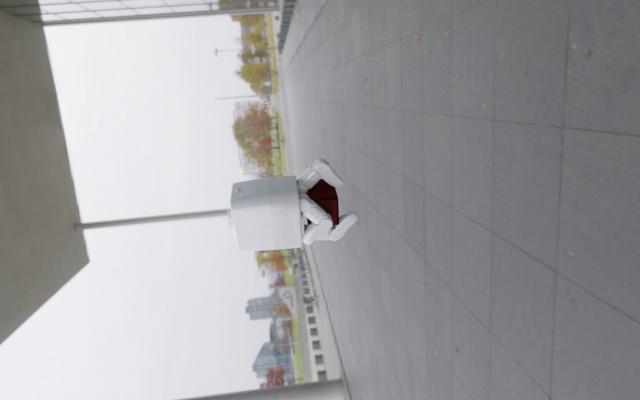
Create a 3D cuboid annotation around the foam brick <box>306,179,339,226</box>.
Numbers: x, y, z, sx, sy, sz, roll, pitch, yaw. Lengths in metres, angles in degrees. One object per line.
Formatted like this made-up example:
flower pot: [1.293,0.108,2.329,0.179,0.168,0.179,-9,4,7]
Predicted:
foam brick: [0.000,0.003,0.800,0.051,0.053,0.078,-5,27,-4]
